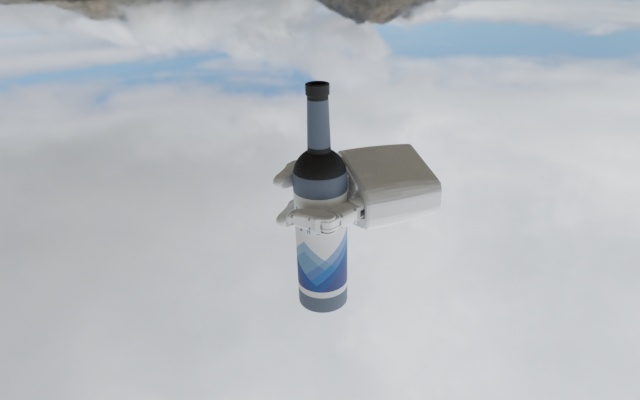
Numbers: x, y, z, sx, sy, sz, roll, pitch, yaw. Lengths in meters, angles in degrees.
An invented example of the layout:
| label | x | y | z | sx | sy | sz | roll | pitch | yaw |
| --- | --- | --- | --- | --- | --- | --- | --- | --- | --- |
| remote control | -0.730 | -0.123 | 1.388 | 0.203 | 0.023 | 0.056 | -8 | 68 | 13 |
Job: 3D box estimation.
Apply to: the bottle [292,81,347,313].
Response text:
| label | x | y | z | sx | sy | sz | roll | pitch | yaw |
| --- | --- | --- | --- | --- | --- | --- | --- | --- | --- |
| bottle | 0.000 | 0.002 | 0.594 | 0.069 | 0.296 | 0.069 | -1 | 26 | 1 |
